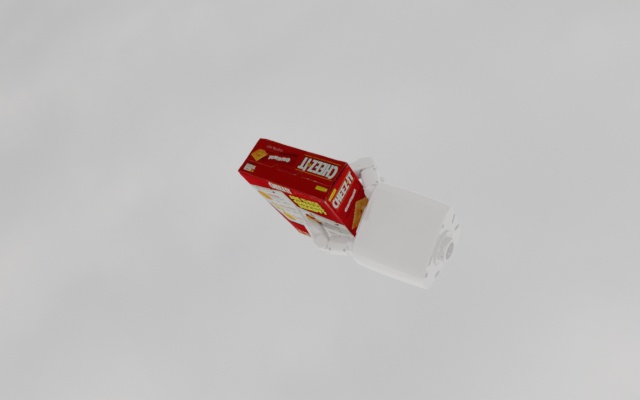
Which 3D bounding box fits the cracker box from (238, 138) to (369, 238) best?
[{"bbox_3d":[0.000,0.003,0.733,0.164,0.072,0.214,19,-19,33],"label":"cracker box"}]
